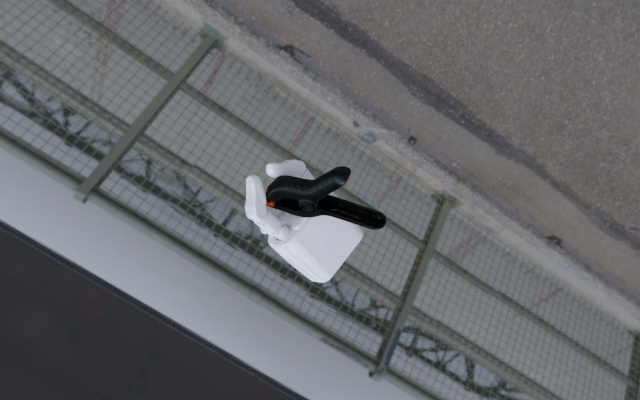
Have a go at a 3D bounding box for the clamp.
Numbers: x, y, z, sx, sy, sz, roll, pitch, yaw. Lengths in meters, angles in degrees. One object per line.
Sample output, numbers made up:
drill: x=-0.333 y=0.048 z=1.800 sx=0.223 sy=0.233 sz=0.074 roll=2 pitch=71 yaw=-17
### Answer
clamp: x=0.000 y=0.002 z=0.622 sx=0.171 sy=0.039 sz=0.120 roll=-1 pitch=-39 yaw=44
